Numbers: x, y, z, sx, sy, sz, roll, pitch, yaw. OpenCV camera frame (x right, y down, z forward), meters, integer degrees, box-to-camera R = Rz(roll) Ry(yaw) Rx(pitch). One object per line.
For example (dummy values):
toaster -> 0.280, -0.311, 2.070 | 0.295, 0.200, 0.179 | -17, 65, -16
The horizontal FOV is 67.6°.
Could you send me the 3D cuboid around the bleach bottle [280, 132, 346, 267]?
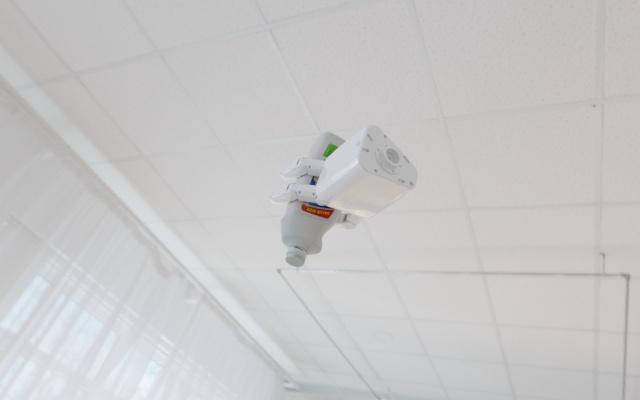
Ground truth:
bleach bottle -> 0.000, 0.003, 0.791 | 0.102, 0.250, 0.068 | 32, -40, -17
